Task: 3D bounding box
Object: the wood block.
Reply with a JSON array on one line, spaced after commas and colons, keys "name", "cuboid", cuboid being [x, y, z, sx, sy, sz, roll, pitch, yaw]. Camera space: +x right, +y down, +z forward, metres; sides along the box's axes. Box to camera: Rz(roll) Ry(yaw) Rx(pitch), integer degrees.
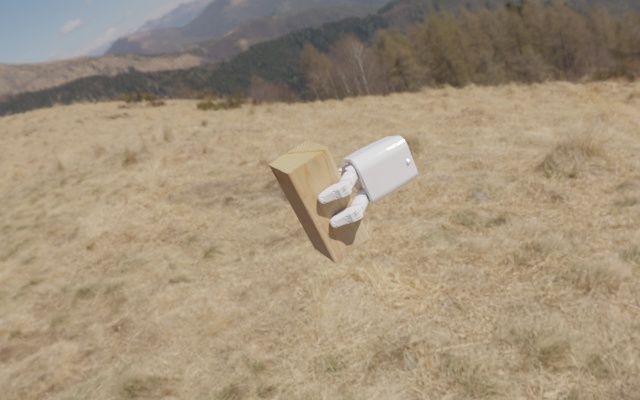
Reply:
[{"name": "wood block", "cuboid": [0.000, 0.003, 0.898, 0.090, 0.206, 0.090, -34, 28, -15]}]
